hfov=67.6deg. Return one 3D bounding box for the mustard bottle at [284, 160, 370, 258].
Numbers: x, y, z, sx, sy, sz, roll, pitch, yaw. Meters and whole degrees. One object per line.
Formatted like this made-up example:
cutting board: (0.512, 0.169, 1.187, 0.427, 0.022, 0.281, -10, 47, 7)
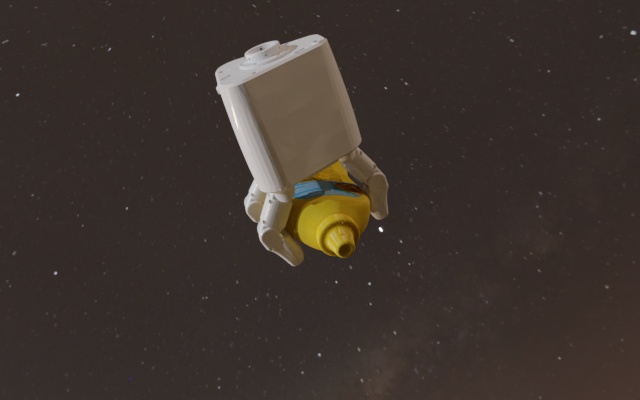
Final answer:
mustard bottle: (0.000, 0.002, 0.510, 0.096, 0.058, 0.191, -1, 26, -15)
